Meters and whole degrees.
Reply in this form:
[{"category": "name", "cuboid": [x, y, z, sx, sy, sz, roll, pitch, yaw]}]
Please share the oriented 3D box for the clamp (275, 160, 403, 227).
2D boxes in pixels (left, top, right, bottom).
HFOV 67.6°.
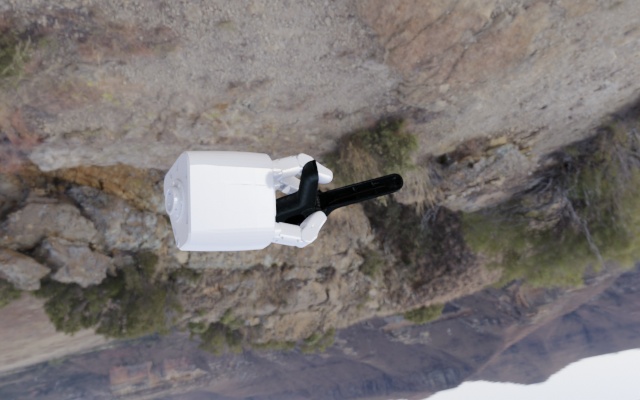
[{"category": "clamp", "cuboid": [0.000, 0.003, 0.661, 0.164, 0.036, 0.210, 3, -23, -34]}]
